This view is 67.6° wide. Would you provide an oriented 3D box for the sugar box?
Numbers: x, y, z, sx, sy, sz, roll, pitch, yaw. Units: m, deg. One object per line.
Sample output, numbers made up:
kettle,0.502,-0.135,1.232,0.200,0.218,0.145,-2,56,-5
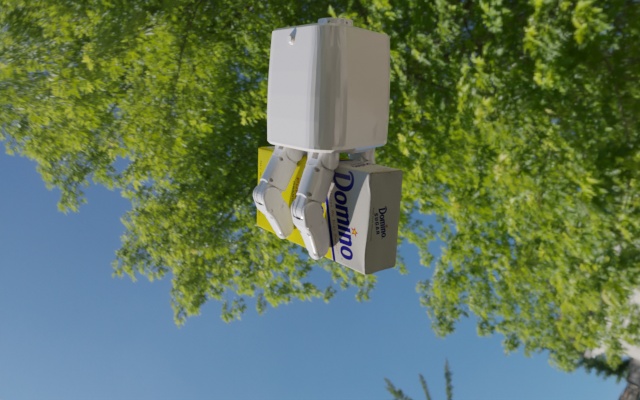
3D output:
sugar box,0.000,0.001,0.477,0.048,0.093,0.176,-8,16,-36
